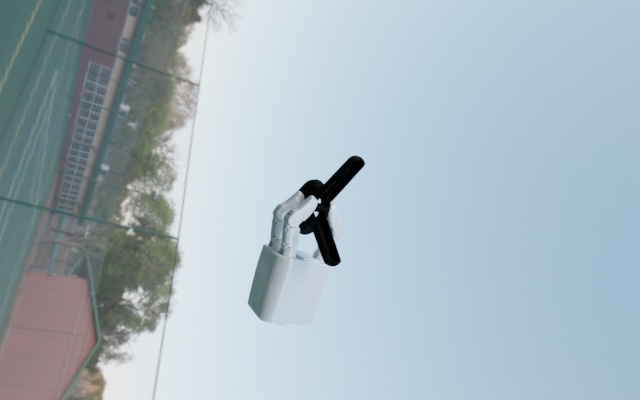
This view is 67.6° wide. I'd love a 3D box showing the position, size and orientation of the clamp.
[{"bbox_3d":[0.001,0.003,0.768,0.036,0.164,0.210,18,1,-26],"label":"clamp"}]
